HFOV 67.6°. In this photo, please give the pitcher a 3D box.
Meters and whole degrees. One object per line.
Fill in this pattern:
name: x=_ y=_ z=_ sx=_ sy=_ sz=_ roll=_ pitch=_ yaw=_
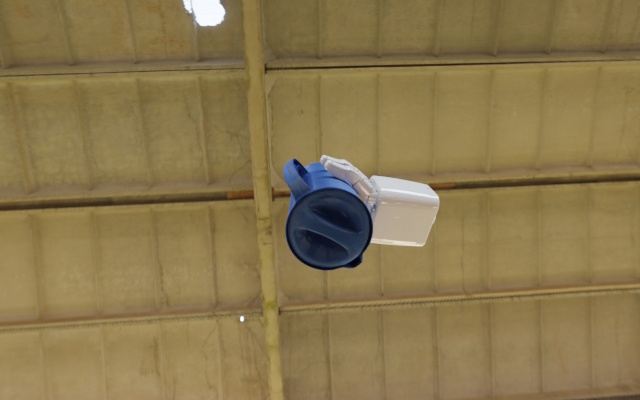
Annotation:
pitcher: x=0.000 y=0.003 z=0.822 sx=0.145 sy=0.149 sz=0.242 roll=7 pitch=17 yaw=-7
